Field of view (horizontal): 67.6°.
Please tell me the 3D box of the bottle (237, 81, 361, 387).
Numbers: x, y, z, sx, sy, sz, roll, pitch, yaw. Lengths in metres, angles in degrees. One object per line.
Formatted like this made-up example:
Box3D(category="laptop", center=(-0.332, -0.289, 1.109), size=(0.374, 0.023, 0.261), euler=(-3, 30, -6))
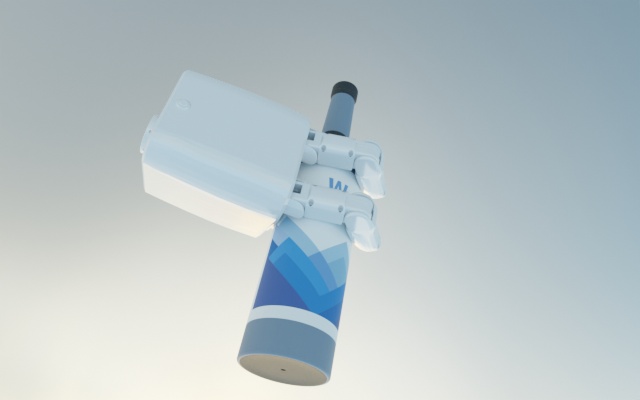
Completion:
Box3D(category="bottle", center=(0.000, 0.002, 0.415), size=(0.069, 0.295, 0.069), euler=(8, -36, 6))
